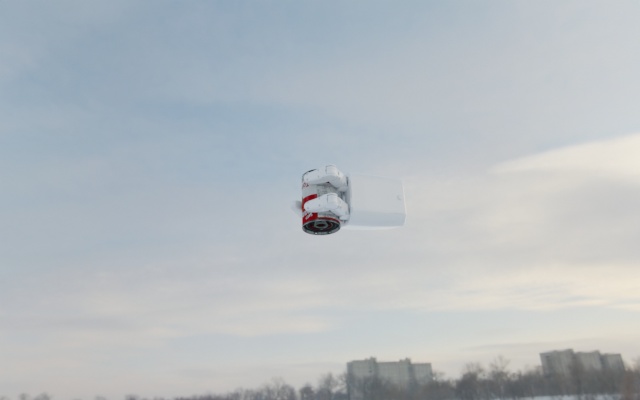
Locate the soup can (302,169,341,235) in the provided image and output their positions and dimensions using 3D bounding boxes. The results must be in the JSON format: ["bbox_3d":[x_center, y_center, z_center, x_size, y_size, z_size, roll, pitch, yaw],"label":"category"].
[{"bbox_3d":[0.000,0.003,0.855,0.068,0.102,0.068,-2,-25,-1],"label":"soup can"}]
